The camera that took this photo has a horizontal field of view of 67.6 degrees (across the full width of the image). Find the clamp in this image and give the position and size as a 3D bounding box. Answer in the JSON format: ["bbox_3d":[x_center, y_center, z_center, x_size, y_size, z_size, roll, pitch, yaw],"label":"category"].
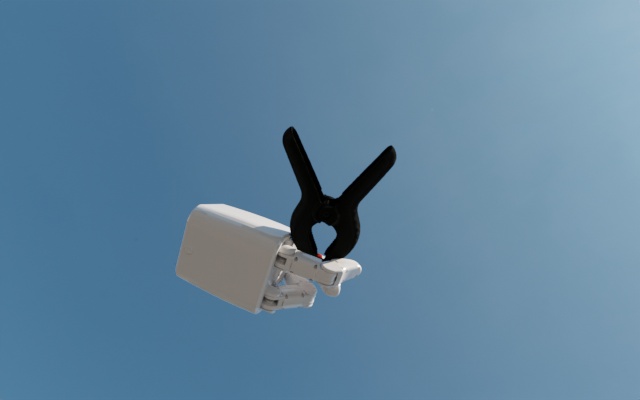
[{"bbox_3d":[0.000,0.002,0.526,0.120,0.171,0.039,22,20,7],"label":"clamp"}]
